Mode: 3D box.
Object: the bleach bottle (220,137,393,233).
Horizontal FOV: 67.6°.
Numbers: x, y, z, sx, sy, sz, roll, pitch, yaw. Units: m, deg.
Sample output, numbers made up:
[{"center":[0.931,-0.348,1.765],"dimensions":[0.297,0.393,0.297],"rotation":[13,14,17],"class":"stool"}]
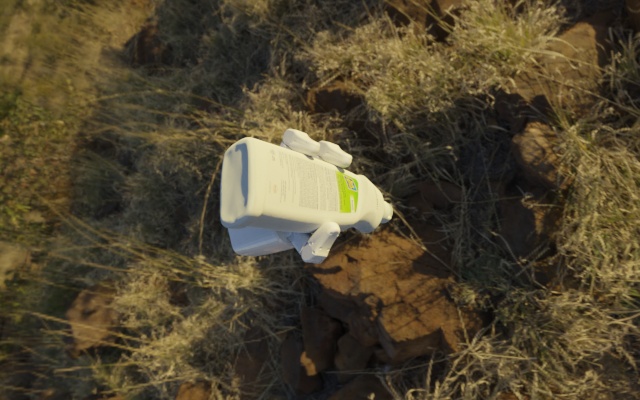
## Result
[{"center":[0.000,0.002,0.594],"dimensions":[0.251,0.102,0.068],"rotation":[15,-25,-41],"class":"bleach bottle"}]
